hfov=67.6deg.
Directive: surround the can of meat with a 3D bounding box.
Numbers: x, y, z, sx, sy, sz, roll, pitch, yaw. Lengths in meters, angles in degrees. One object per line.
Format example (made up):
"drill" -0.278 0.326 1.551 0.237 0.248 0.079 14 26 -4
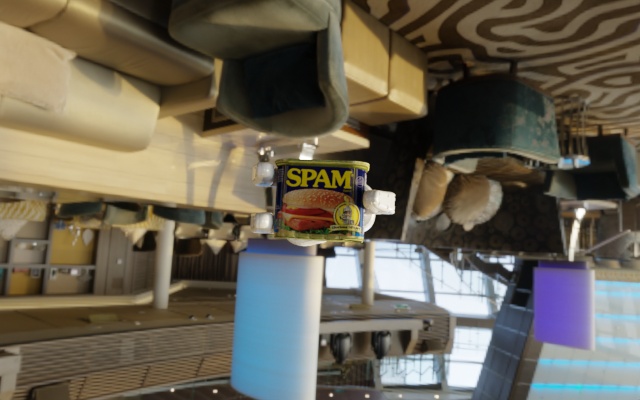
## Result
"can of meat" 0.000 0.002 0.518 0.102 0.084 0.057 3 -6 4
